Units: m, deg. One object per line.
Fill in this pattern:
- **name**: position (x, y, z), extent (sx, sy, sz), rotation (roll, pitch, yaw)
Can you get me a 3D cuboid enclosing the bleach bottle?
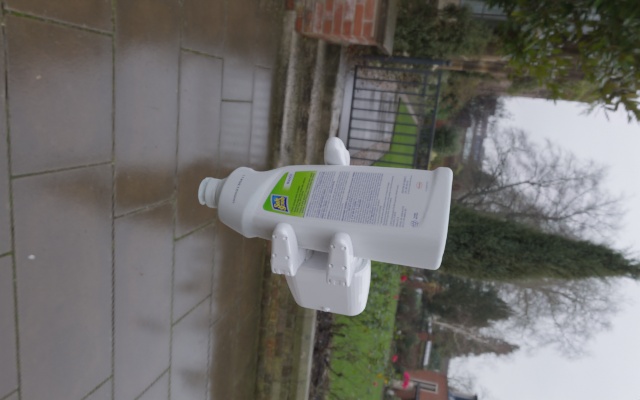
- **bleach bottle**: position (0.000, 0.002, 0.487), extent (0.251, 0.102, 0.068), rotation (8, -37, 11)
